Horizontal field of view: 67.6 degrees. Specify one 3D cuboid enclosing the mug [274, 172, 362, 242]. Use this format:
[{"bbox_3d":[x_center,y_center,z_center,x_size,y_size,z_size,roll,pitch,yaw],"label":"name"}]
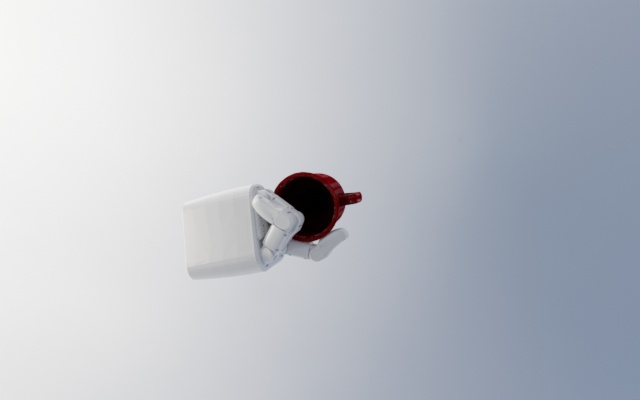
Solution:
[{"bbox_3d":[0.002,0.002,0.659,0.117,0.093,0.081,-11,4,16],"label":"mug"}]
